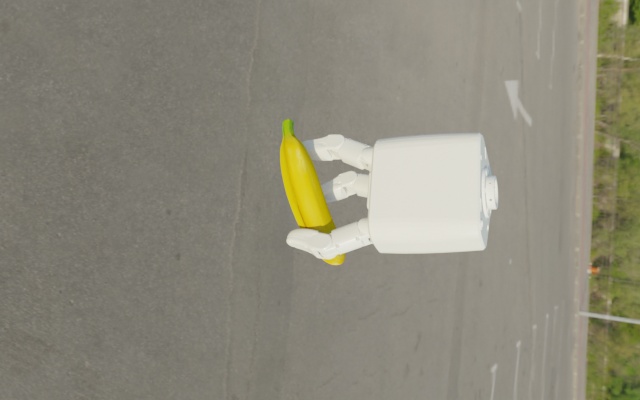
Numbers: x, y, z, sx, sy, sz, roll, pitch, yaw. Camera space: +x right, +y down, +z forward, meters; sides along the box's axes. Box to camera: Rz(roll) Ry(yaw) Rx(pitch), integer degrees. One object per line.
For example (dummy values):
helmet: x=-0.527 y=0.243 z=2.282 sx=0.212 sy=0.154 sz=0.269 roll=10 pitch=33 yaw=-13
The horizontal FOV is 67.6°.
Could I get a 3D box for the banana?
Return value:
banana: x=-0.006 y=0.009 z=0.541 sx=0.037 sy=0.198 sz=0.069 roll=-8 pitch=29 yaw=21
